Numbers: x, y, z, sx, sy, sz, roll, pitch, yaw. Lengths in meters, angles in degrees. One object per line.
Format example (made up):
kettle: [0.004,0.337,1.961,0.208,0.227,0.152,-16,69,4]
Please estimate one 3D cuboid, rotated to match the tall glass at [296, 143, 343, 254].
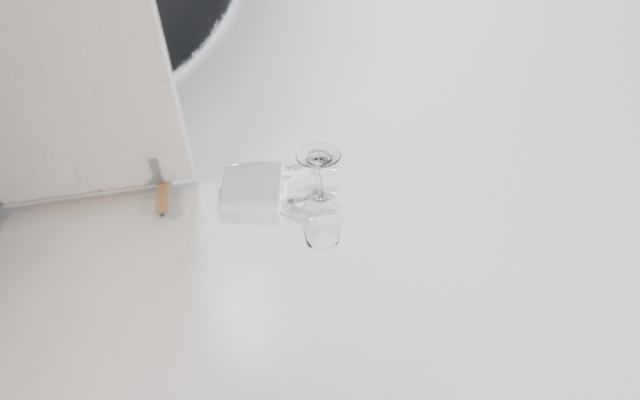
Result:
tall glass: [0.000,0.002,0.841,0.079,0.201,0.079,-2,39,2]
